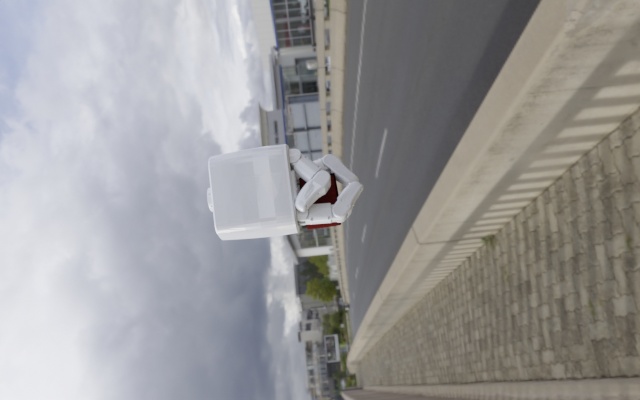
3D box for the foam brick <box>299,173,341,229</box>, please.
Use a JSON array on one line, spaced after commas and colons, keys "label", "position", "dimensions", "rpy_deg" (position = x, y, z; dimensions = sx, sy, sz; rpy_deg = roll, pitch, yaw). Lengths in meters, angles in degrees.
[{"label": "foam brick", "position": [0.000, 0.002, 0.683], "dimensions": [0.051, 0.053, 0.078], "rpy_deg": [-9, -24, -1]}]
